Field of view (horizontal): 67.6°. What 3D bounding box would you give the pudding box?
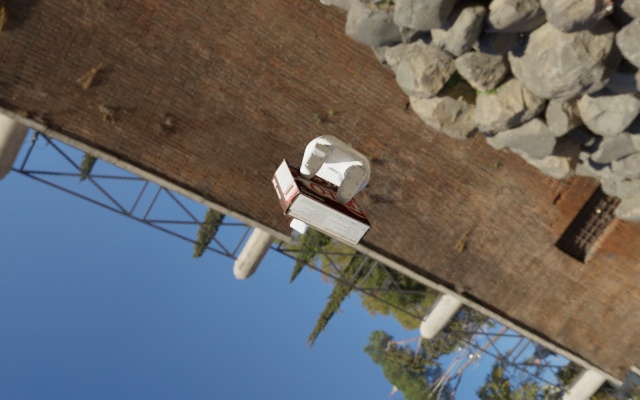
[{"bbox_3d":[0.000,0.002,0.600,0.113,0.039,0.090,23,20,-27],"label":"pudding box"}]
